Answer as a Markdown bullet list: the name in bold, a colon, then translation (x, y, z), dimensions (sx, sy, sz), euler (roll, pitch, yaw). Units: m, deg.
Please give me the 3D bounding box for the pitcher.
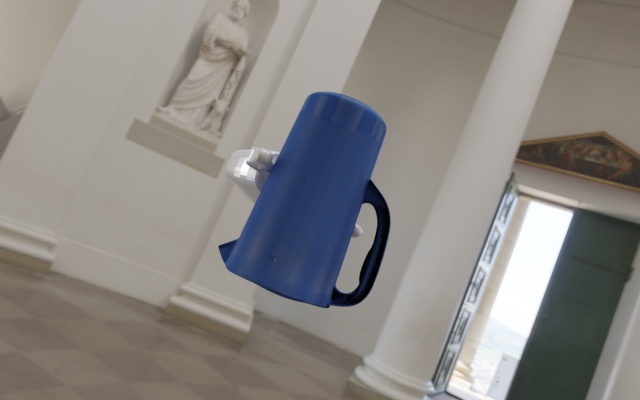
- **pitcher**: translation (0.000, 0.002, 0.579), dimensions (0.149, 0.243, 0.145), euler (27, -8, -37)
